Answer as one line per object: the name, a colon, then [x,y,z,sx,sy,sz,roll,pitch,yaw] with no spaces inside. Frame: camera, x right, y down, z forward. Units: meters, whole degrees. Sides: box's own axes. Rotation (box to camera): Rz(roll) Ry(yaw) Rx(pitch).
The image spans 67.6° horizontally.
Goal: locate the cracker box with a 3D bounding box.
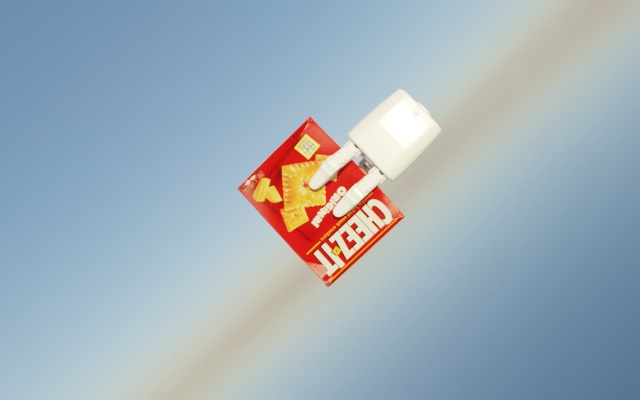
cracker box: [0.000,0.002,0.754,0.164,0.213,0.072,-43,-5,3]
